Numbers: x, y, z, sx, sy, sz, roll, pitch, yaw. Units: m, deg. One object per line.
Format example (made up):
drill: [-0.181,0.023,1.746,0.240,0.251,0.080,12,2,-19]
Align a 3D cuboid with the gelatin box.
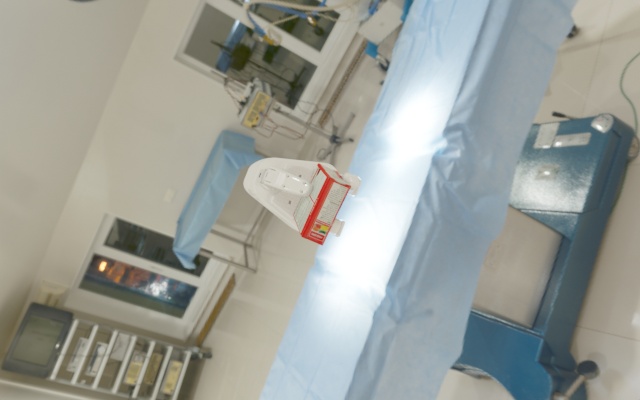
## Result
gelatin box: [0.000,0.002,0.547,0.030,0.073,0.089,23,9,-13]
